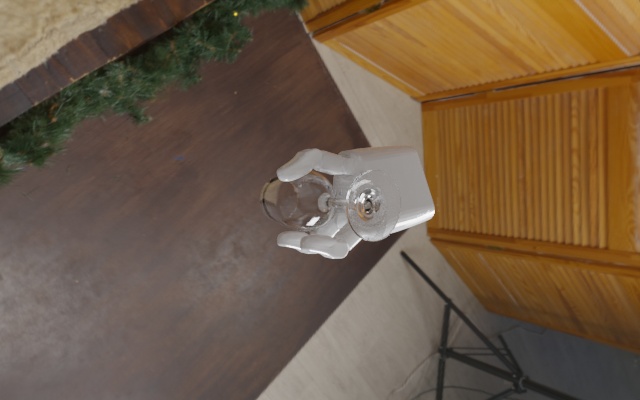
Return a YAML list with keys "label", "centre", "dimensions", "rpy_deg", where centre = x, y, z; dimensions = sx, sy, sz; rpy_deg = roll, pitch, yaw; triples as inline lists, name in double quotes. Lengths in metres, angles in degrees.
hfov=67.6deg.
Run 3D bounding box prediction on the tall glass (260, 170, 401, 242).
- label: "tall glass"
  centre: [0.000, 0.002, 0.571]
  dimensions: [0.079, 0.079, 0.201]
  rpy_deg: [0, 2, -35]
